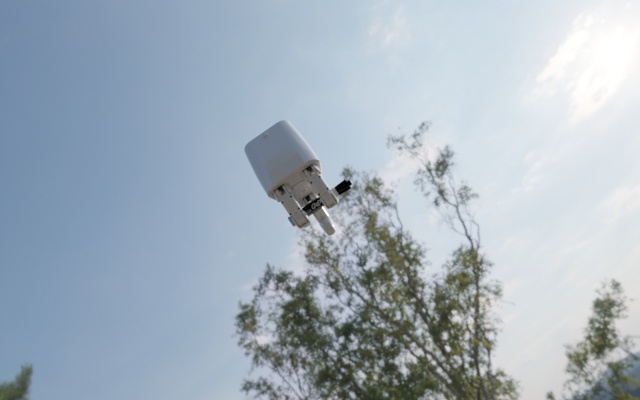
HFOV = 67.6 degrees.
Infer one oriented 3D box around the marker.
[{"bbox_3d":[0.000,0.003,0.795,0.121,0.020,0.020,-34,0,0],"label":"marker"}]
